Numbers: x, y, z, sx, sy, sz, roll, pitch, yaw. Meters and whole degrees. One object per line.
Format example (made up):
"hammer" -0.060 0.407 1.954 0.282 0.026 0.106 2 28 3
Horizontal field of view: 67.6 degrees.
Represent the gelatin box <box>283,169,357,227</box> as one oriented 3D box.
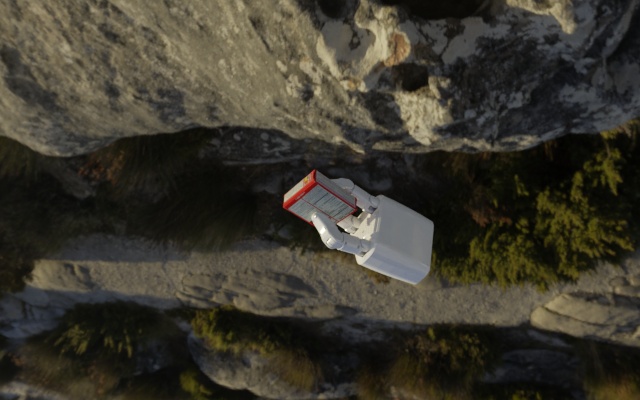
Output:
"gelatin box" 0.000 0.003 0.724 0.089 0.030 0.073 32 -52 -28
